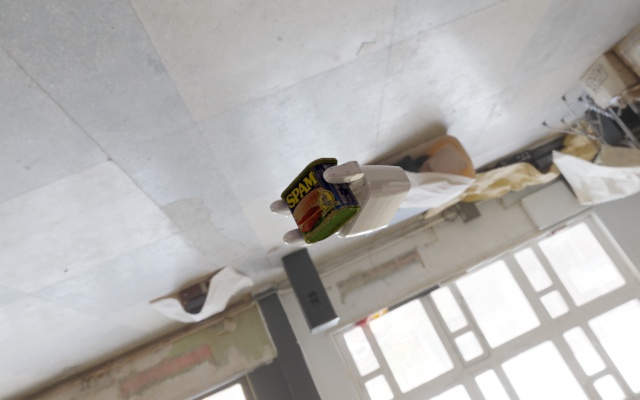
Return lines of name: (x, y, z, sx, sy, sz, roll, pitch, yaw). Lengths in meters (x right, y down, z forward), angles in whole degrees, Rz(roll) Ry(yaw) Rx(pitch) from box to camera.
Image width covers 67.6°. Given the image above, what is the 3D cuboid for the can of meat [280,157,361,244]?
can of meat: (0.000, 0.002, 0.683, 0.057, 0.084, 0.102, -5, -30, -46)
